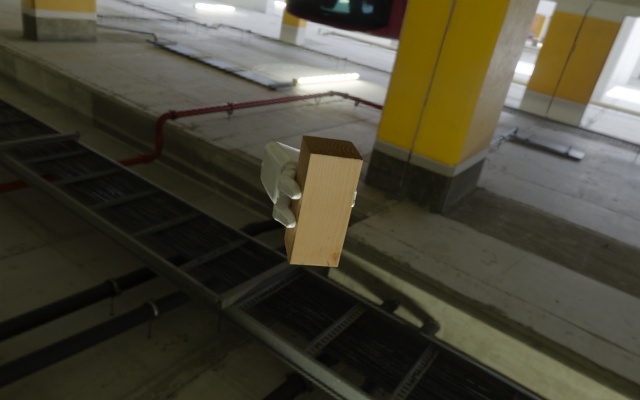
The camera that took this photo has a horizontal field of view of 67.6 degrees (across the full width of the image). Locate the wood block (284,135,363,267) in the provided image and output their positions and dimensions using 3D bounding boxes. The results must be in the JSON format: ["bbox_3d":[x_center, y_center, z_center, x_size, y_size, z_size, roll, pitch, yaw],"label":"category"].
[{"bbox_3d":[0.000,0.003,0.831,0.091,0.206,0.090,5,26,-13],"label":"wood block"}]
